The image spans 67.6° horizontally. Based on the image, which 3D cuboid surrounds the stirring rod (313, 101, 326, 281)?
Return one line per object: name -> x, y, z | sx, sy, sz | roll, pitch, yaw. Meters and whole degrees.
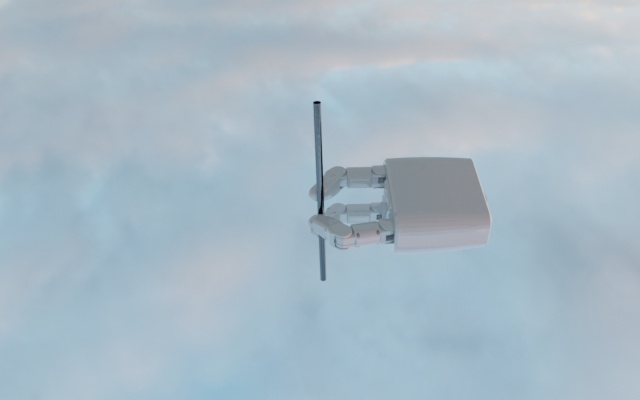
stirring rod -> 0.000, 0.002, 0.540 | 0.011, 0.240, 0.011 | -1, 35, 1
